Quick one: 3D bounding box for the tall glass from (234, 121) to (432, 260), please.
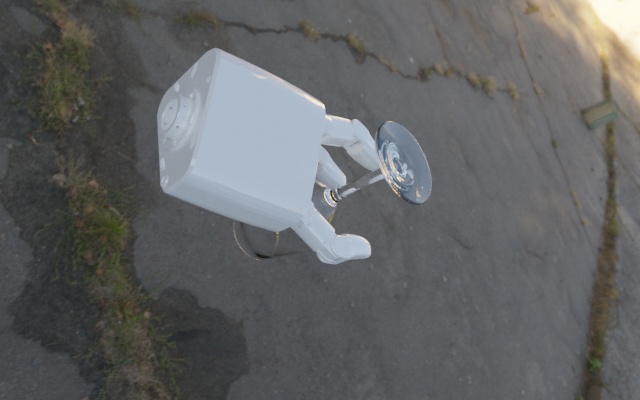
[{"bbox_3d":[0.001,0.001,0.456,0.201,0.079,0.079,-26,-17,39],"label":"tall glass"}]
